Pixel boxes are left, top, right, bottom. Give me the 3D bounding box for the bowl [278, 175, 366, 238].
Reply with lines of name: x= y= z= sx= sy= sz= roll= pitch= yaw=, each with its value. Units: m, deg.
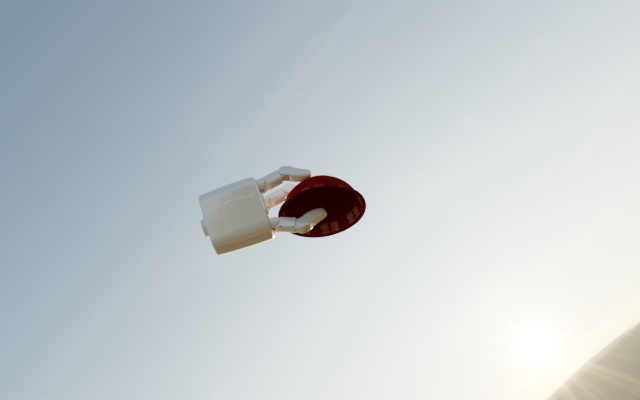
bowl: x=0.001 y=0.003 z=0.877 sx=0.162 sy=0.055 sz=0.162 roll=-6 pitch=-36 yaw=-5
